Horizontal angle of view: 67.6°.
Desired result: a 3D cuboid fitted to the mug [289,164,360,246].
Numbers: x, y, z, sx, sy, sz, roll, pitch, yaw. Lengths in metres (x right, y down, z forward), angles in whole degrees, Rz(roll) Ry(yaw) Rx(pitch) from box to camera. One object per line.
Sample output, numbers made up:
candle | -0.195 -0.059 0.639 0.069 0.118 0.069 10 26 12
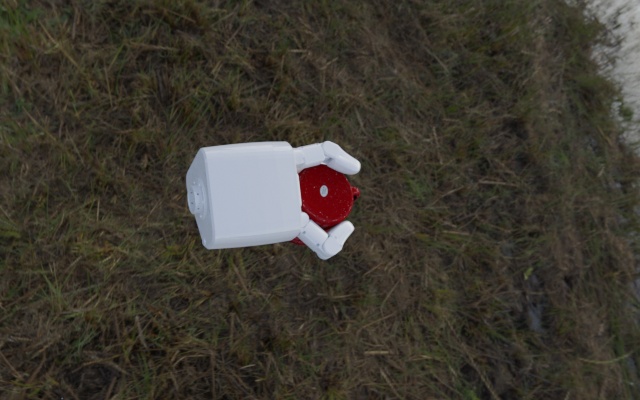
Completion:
mug | 0.001 0.002 0.628 0.117 0.093 0.081 -7 -16 -30
